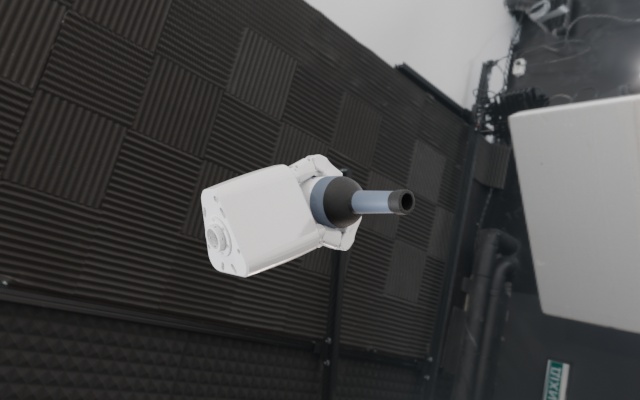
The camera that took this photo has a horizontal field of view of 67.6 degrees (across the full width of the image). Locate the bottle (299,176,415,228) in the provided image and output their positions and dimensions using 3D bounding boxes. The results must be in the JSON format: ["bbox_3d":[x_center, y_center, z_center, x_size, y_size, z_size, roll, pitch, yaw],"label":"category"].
[{"bbox_3d":[0.000,0.002,0.630,0.069,0.069,0.295,0,0,-40],"label":"bottle"}]
